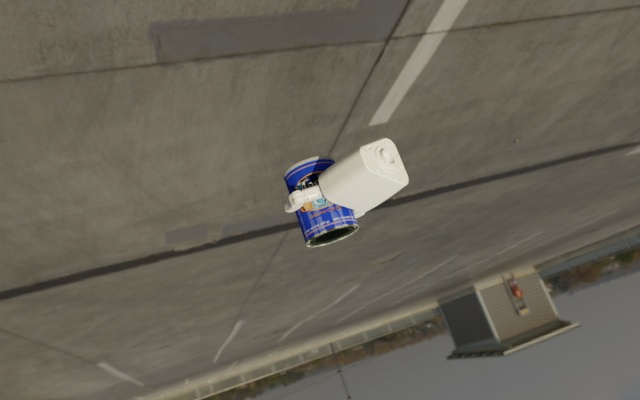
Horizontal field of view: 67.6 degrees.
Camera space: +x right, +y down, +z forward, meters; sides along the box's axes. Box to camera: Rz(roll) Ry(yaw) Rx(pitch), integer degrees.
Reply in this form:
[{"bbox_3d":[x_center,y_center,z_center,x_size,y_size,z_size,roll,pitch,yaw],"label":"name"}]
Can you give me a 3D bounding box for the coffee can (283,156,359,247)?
[{"bbox_3d":[0.000,0.003,0.883,0.103,0.140,0.103,-17,-17,-6],"label":"coffee can"}]
